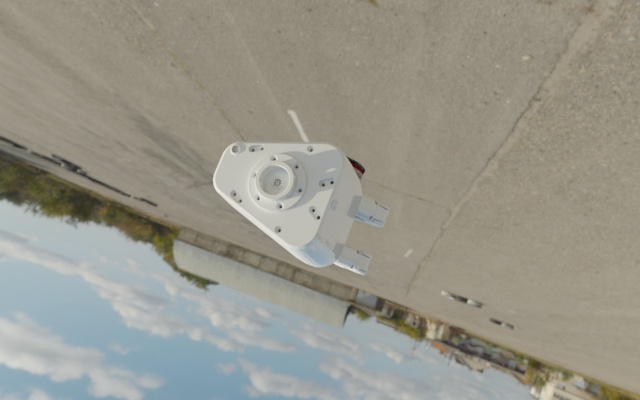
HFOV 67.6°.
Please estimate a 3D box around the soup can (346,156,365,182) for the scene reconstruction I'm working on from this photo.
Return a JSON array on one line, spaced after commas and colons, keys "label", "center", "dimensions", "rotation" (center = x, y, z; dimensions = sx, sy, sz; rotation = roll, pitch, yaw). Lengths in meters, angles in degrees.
[{"label": "soup can", "center": [0.000, 0.002, 0.523], "dimensions": [0.068, 0.102, 0.068], "rotation": [21, -9, 3]}]
